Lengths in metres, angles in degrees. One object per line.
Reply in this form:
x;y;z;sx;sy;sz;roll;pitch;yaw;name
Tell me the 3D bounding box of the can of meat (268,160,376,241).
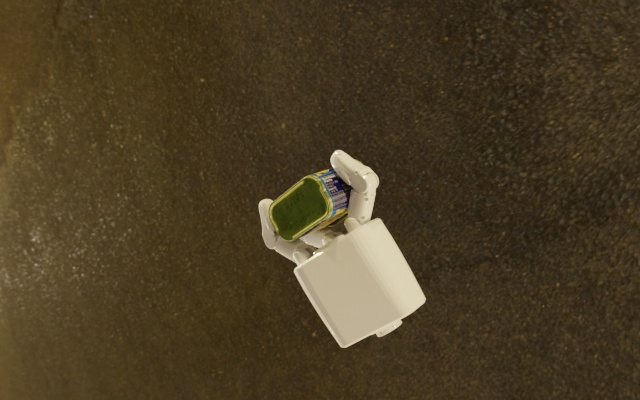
0.000;0.002;0.560;0.084;0.057;0.102;-21;-11;-48;can of meat
